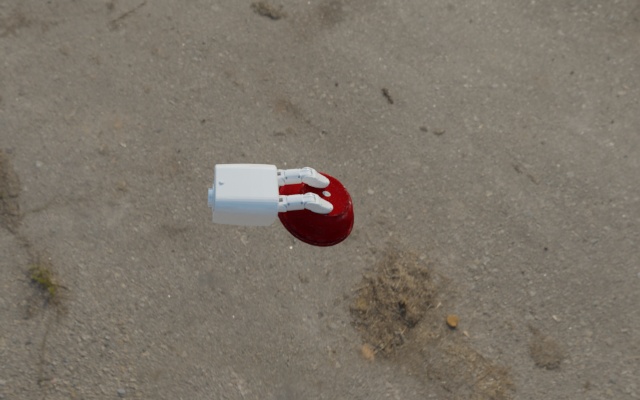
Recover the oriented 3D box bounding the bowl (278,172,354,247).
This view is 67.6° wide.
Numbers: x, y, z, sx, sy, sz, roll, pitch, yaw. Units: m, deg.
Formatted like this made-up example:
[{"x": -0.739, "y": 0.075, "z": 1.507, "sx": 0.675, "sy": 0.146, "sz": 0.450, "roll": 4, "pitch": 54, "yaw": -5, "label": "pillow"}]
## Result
[{"x": 0.001, "y": 0.003, "z": 0.889, "sx": 0.162, "sy": 0.162, "sz": 0.055, "roll": 0, "pitch": -32, "yaw": -26, "label": "bowl"}]
